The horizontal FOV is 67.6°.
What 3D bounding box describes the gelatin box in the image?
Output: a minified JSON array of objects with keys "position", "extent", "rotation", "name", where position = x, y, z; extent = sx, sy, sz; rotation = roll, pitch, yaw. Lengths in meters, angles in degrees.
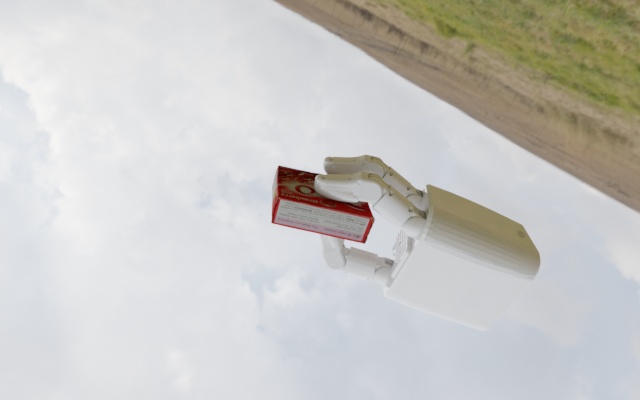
[{"position":[0.000,0.002,0.442],"extent":[0.089,0.030,0.073],"rotation":[12,24,-10],"name":"gelatin box"}]
